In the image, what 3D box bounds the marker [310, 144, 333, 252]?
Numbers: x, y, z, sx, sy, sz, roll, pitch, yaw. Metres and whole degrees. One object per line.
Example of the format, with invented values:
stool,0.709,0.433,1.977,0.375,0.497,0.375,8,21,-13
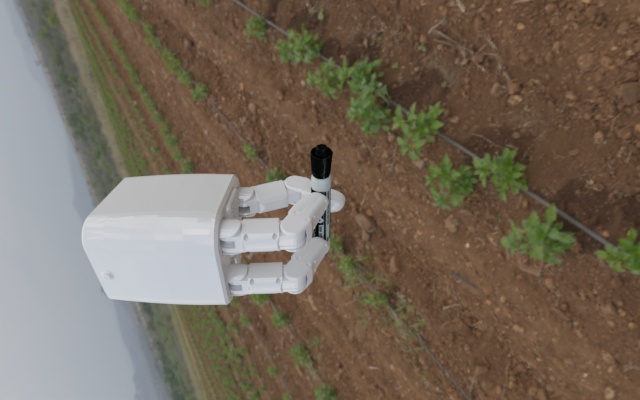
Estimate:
marker,0.000,0.001,0.429,0.020,0.121,0.020,0,42,0
